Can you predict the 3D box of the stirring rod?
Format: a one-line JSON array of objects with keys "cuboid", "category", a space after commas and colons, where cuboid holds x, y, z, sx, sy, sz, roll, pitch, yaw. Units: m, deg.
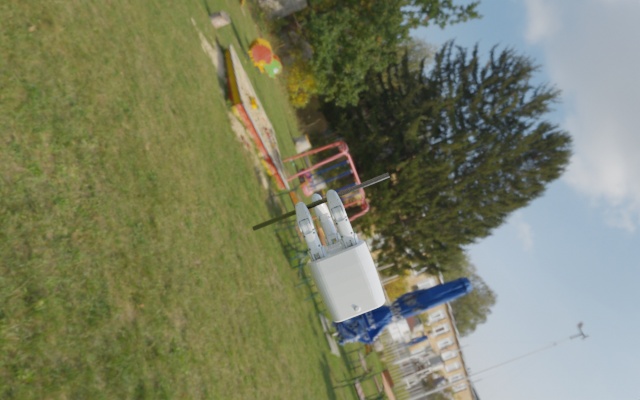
[{"cuboid": [0.000, 0.003, 0.786, 0.239, 0.011, 0.011, -22, -1, 3], "category": "stirring rod"}]
